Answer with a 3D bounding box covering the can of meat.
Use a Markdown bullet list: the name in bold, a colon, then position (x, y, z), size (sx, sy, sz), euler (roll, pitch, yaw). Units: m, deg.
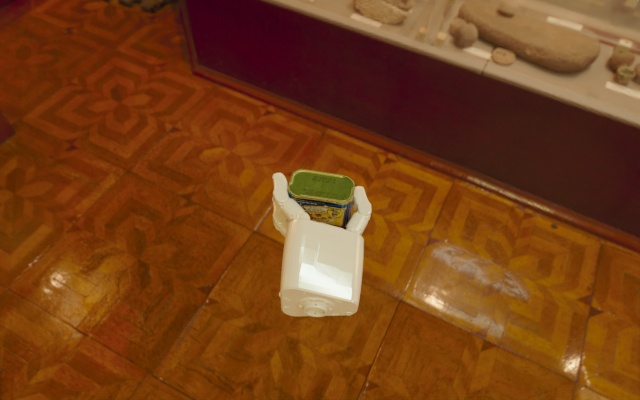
- **can of meat**: position (0.000, 0.002, 0.726), size (0.102, 0.057, 0.084), euler (8, -36, 3)
